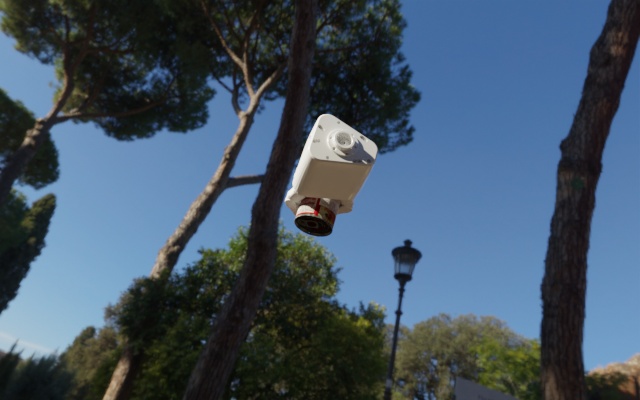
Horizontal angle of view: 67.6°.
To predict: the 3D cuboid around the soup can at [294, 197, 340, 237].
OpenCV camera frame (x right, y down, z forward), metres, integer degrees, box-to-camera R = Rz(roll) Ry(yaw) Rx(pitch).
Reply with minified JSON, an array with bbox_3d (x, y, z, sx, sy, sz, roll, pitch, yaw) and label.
[{"bbox_3d":[0.000,0.003,0.837,0.068,0.102,0.068,12,-32,8],"label":"soup can"}]
